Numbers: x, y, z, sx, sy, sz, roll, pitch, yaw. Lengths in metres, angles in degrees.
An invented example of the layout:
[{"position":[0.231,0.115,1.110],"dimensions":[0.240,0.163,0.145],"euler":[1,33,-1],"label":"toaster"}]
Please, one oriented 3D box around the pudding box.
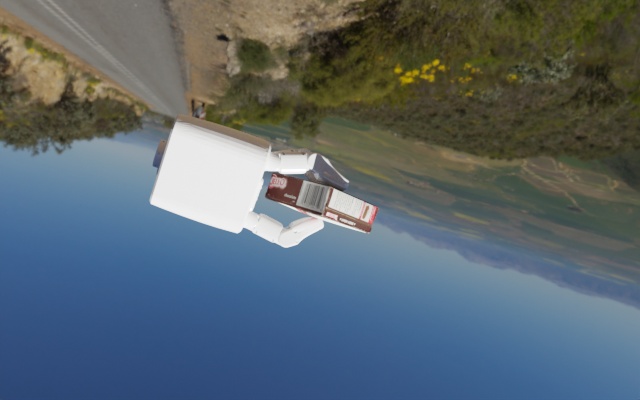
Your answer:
[{"position":[0.000,0.002,0.588],"dimensions":[0.090,0.039,0.113],"euler":[20,-1,-43],"label":"pudding box"}]
